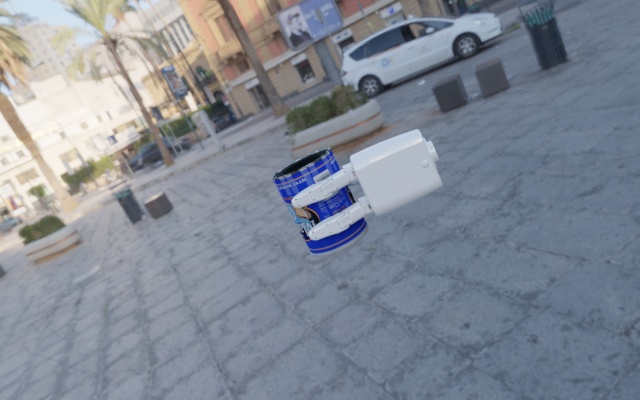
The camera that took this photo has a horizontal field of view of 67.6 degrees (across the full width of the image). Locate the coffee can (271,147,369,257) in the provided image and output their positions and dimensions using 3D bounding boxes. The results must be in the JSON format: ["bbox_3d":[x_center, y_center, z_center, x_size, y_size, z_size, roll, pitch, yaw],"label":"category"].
[{"bbox_3d":[0.000,0.003,0.748,0.103,0.140,0.102,-25,14,7],"label":"coffee can"}]
